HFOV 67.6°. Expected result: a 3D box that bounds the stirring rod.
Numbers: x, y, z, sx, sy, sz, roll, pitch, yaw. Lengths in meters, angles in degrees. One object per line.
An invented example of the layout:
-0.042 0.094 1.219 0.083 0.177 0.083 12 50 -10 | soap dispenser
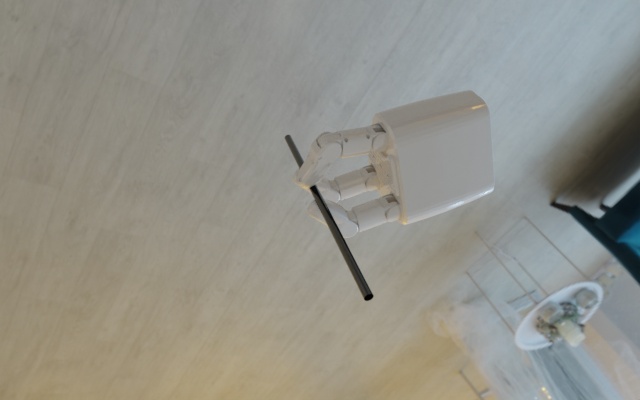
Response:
0.000 0.001 0.453 0.011 0.011 0.239 0 37 -23 | stirring rod
